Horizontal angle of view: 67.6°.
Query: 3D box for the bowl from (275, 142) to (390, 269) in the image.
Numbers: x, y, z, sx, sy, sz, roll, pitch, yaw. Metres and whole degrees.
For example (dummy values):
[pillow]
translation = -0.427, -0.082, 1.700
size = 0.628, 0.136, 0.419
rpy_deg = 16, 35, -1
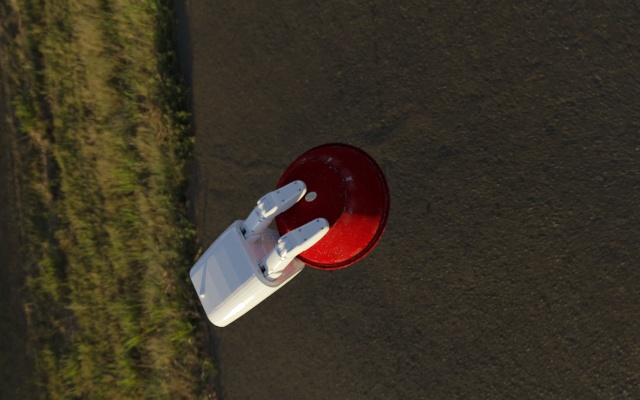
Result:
[bowl]
translation = 0.001, 0.001, 0.581
size = 0.162, 0.162, 0.055
rpy_deg = 0, -9, 26
